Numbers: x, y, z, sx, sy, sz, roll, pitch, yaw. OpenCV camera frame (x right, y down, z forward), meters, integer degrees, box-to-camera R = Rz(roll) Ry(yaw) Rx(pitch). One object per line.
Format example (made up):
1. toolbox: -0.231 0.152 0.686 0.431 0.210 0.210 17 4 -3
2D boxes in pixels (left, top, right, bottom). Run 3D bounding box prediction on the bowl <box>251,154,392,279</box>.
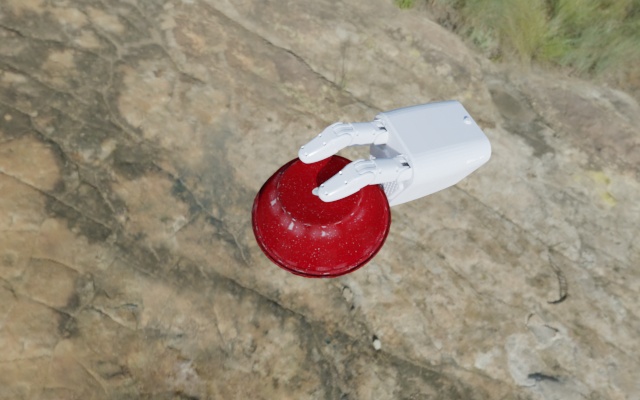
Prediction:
1. bowl: -0.001 0.002 0.529 0.162 0.162 0.055 0 -31 2
